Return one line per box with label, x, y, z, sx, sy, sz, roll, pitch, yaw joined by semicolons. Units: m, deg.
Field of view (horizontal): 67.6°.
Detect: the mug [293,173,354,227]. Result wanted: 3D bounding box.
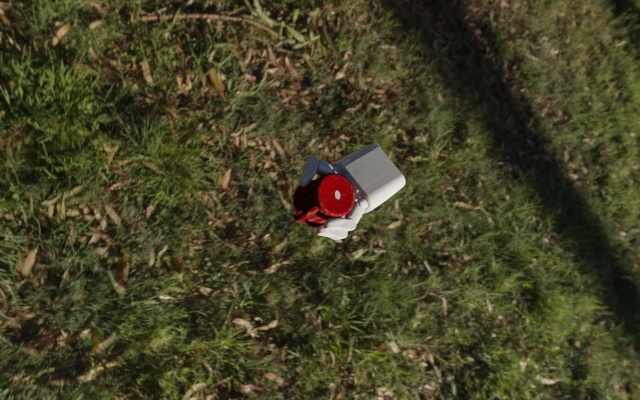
mug;-0.001;0.003;0.872;0.117;0.093;0.081;-33;5;-32
